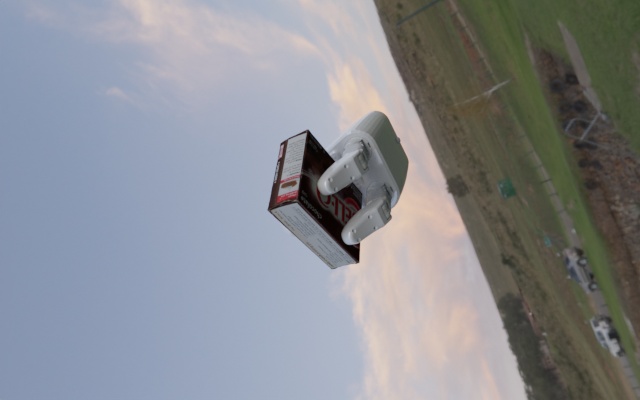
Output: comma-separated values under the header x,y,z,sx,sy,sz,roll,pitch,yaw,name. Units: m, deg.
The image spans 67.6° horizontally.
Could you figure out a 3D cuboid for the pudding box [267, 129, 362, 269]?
x,y,z,sx,sy,sz,roll,pitch,yaw,name
0.000,0.002,0.471,0.039,0.090,0.113,-21,-46,28,pudding box
